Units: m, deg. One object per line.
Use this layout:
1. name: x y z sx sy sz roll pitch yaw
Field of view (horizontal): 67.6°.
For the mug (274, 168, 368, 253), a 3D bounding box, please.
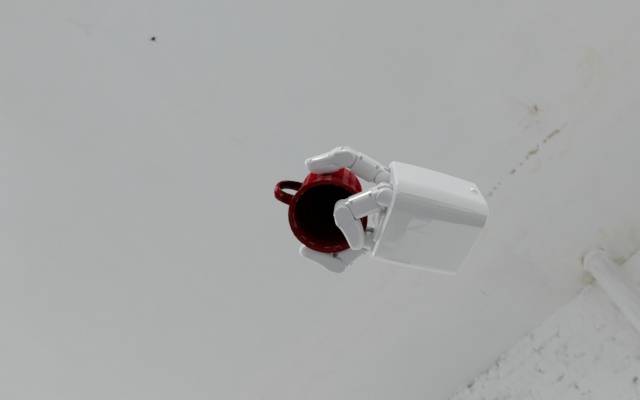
1. mug: -0.001 0.002 0.588 0.117 0.093 0.081 16 22 -1
